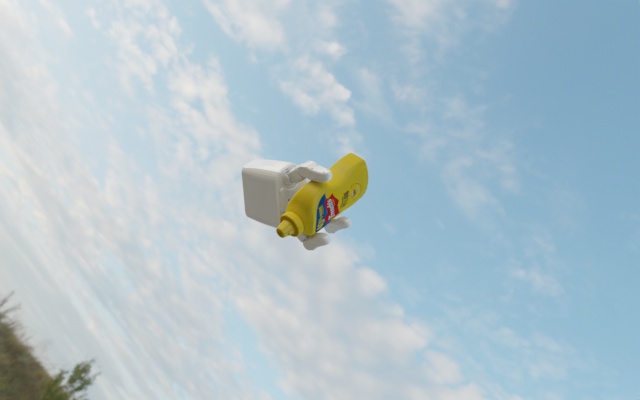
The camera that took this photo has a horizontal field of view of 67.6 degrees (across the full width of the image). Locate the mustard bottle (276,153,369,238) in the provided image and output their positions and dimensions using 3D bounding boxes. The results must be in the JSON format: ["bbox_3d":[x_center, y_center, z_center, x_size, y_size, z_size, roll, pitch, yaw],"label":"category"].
[{"bbox_3d":[0.001,0.003,0.782,0.058,0.096,0.191,34,51,26],"label":"mustard bottle"}]
